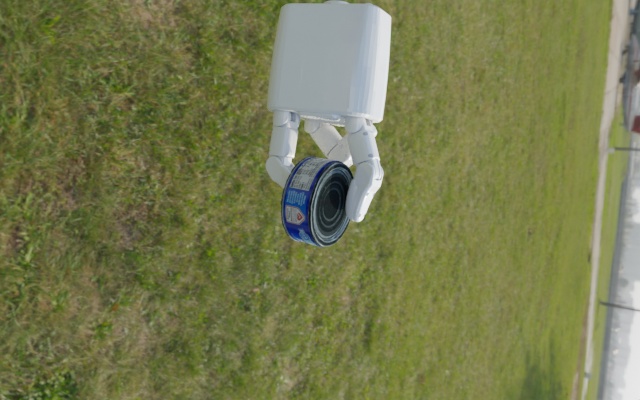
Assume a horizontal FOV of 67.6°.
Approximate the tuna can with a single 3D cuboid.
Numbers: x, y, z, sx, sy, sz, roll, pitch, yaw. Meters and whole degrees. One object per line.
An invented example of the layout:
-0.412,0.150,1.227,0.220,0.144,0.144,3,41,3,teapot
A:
0.001,0.002,0.465,0.034,0.086,0.086,12,6,31,tuna can
